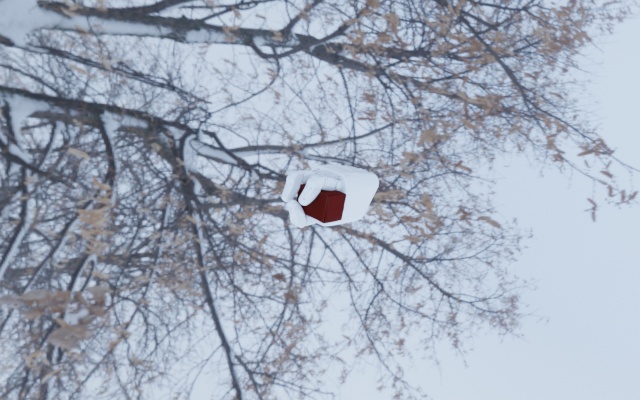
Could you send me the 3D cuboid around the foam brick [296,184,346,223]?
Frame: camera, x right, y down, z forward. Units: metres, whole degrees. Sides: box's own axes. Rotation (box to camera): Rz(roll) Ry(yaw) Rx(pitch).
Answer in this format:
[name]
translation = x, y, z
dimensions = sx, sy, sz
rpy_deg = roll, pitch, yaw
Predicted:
[foam brick]
translation = 0.000, 0.003, 0.873
dimensions = 0.051, 0.053, 0.078
rpy_deg = -6, 22, -45
